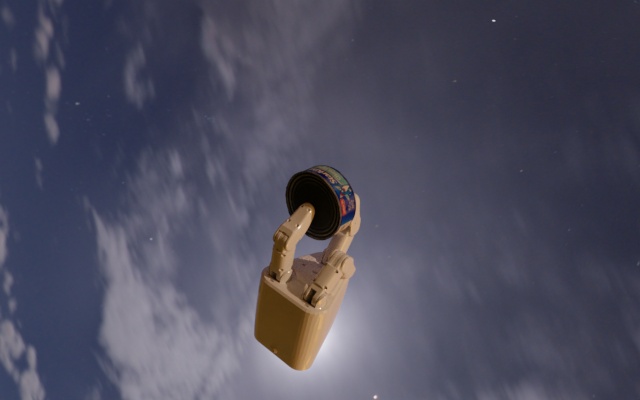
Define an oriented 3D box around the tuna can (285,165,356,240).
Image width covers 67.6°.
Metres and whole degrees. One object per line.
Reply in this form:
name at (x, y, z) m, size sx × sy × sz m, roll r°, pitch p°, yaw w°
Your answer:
tuna can at (0.000, 0.002, 0.569) m, size 0.086 × 0.086 × 0.033 m, roll 0°, pitch 19°, yaw 43°
